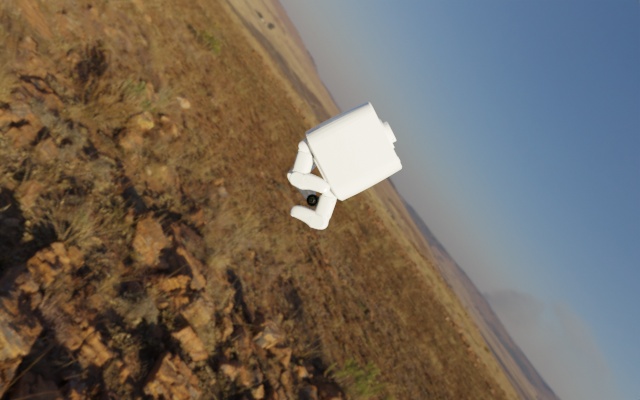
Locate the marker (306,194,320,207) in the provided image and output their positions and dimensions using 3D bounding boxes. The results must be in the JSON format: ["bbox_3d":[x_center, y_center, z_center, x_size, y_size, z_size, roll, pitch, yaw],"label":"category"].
[{"bbox_3d":[0.000,0.003,0.765,0.020,0.020,0.121,0,-3,13],"label":"marker"}]
